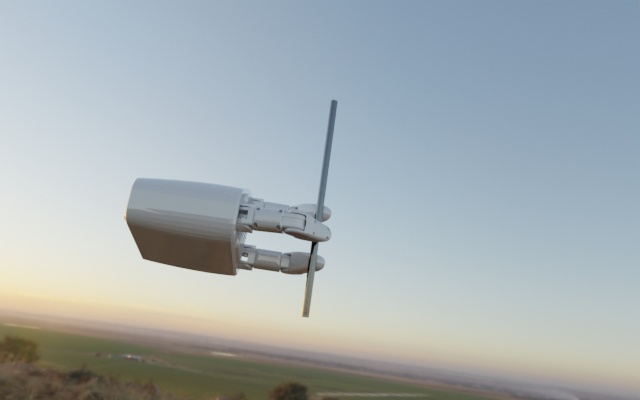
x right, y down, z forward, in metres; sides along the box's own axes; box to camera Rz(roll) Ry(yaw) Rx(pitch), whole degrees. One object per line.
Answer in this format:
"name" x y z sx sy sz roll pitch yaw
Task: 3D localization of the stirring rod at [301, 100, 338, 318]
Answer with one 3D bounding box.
"stirring rod" 0.000 0.002 0.508 0.011 0.239 0.011 7 -17 2
